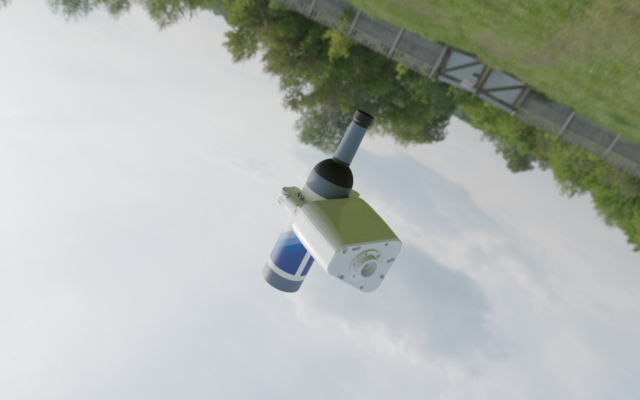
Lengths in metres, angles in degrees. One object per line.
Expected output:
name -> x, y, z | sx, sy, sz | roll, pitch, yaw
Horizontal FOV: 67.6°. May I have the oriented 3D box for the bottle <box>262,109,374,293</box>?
bottle -> 0.000, 0.003, 0.717 | 0.069, 0.296, 0.069 | 24, 18, -9
